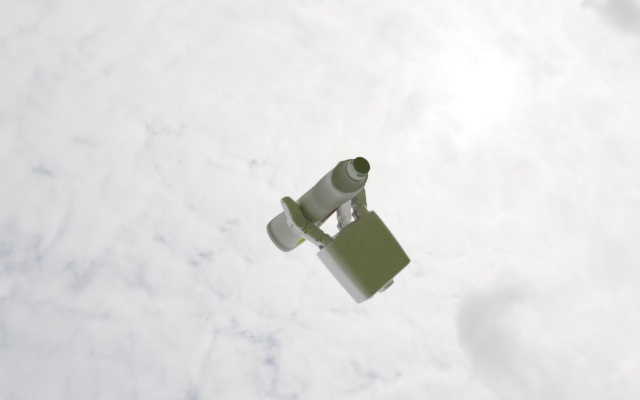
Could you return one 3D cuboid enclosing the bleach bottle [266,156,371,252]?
[{"bbox_3d":[0.000,0.002,0.770,0.102,0.068,0.251,-35,-4,-34],"label":"bleach bottle"}]
